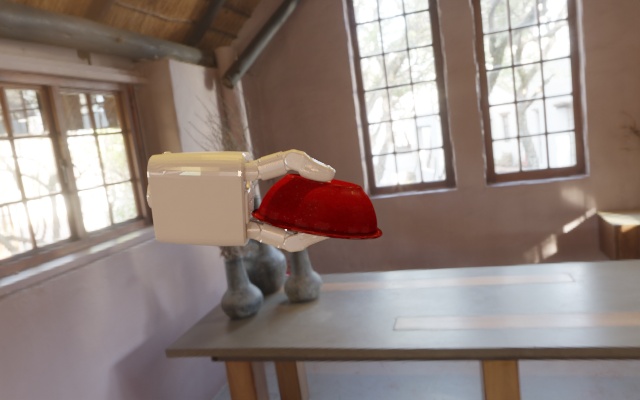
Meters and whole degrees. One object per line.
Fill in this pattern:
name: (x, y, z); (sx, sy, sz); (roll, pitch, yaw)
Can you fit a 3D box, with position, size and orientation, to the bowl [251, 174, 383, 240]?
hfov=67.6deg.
bowl: (0.001, 0.002, 0.581); (0.162, 0.055, 0.162); (9, 7, -1)
